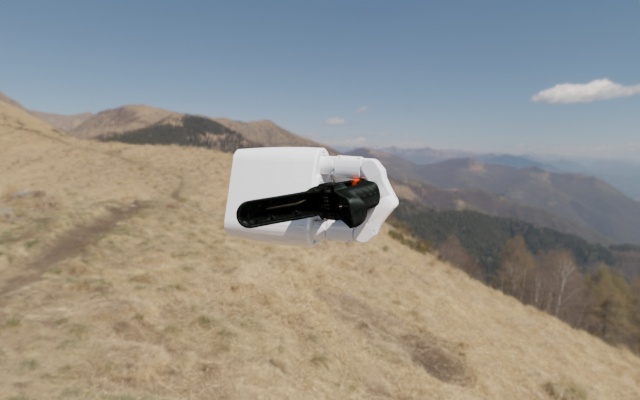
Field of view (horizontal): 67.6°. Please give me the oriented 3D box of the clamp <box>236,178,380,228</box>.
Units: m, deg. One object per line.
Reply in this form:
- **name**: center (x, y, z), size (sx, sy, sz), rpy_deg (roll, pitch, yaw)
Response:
- **clamp**: center (0.000, 0.001, 0.466), size (0.120, 0.039, 0.171), rpy_deg (3, 7, 17)
